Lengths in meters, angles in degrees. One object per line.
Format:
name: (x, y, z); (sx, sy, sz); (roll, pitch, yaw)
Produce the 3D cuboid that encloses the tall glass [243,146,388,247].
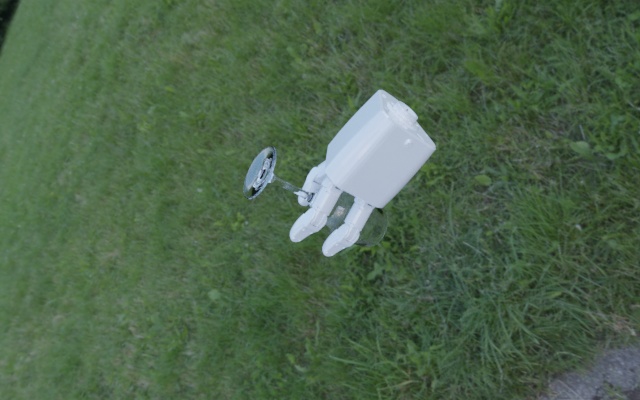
tall glass: (-0.001, 0.002, 0.654); (0.201, 0.079, 0.079); (26, -14, -29)
